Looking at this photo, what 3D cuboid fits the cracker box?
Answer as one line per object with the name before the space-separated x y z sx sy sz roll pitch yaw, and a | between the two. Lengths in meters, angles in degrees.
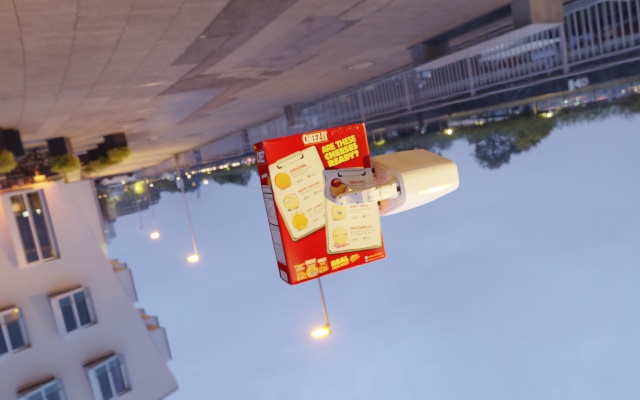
cracker box | 0.000 0.003 0.730 0.164 0.214 0.072 -13 7 -22
